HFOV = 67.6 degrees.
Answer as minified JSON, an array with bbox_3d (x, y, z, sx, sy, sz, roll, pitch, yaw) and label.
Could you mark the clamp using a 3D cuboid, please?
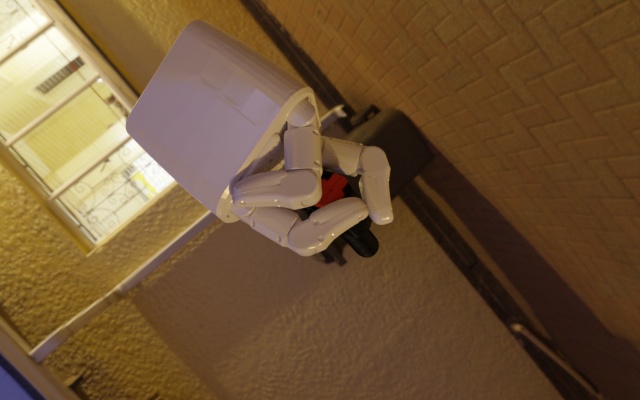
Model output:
[{"bbox_3d":[0.000,0.002,0.432,0.120,0.039,0.171,28,-12,14],"label":"clamp"}]
